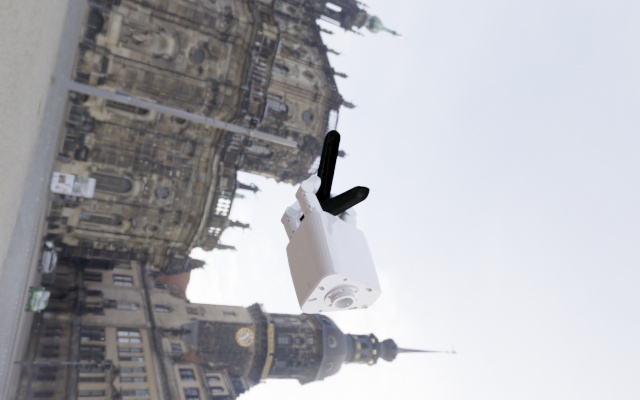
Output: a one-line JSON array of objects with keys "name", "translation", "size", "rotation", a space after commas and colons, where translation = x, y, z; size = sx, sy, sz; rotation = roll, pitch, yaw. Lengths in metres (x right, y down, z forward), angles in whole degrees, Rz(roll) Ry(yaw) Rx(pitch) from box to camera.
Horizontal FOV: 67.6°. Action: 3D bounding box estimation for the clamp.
[{"name": "clamp", "translation": [0.001, 0.003, 0.752], "size": [0.036, 0.164, 0.210], "rotation": [13, -51, -25]}]
